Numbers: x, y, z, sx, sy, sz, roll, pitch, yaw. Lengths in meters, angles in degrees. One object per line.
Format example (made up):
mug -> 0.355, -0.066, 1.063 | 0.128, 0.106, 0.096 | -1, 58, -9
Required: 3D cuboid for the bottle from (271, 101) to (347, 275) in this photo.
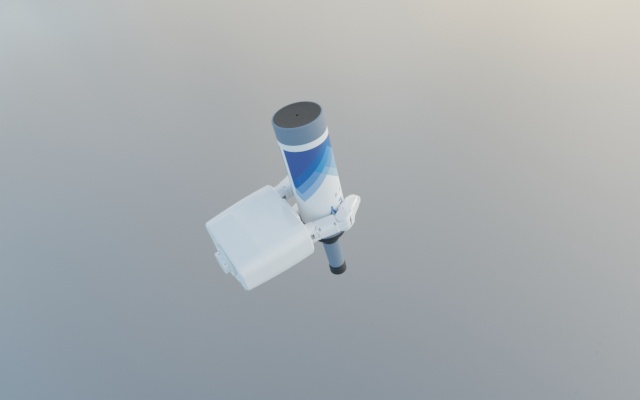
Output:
bottle -> 0.000, 0.002, 0.689 | 0.069, 0.296, 0.069 | -9, 40, 7
